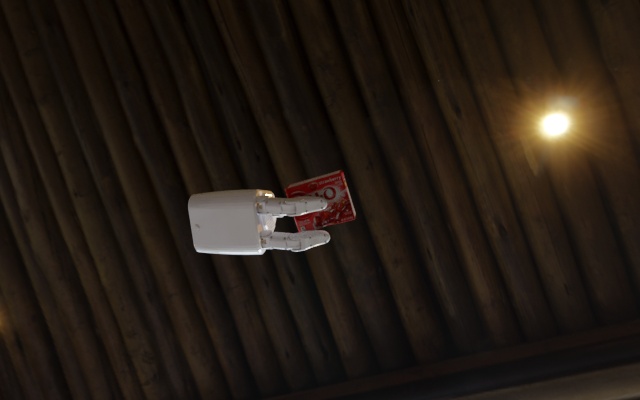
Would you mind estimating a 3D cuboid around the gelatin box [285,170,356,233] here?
[{"bbox_3d":[0.000,0.002,0.709,0.089,0.073,0.030,-15,12,9],"label":"gelatin box"}]
